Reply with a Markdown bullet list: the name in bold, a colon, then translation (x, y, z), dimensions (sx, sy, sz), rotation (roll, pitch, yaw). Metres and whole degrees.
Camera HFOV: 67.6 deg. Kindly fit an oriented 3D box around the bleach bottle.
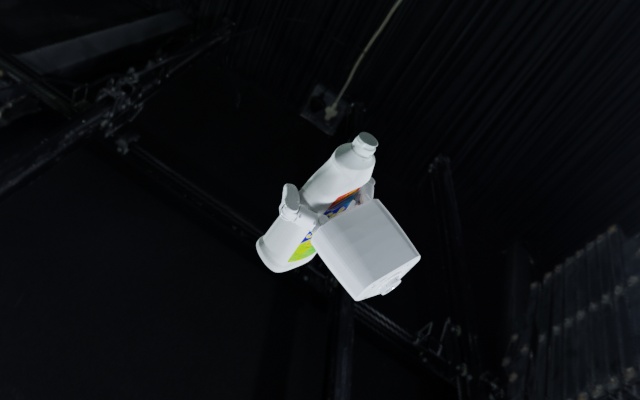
- **bleach bottle**: translation (0.000, 0.002, 0.696), dimensions (0.102, 0.068, 0.251), rotation (-15, -31, -45)
